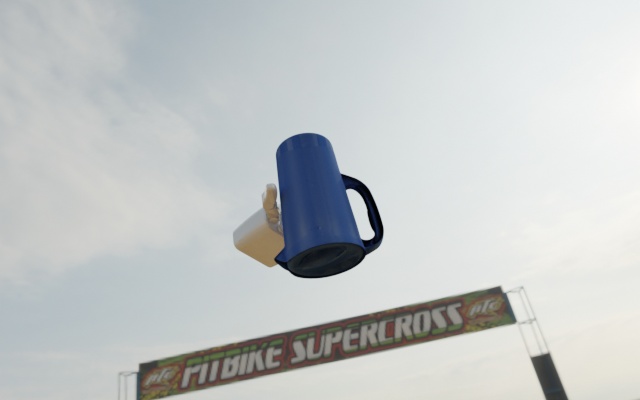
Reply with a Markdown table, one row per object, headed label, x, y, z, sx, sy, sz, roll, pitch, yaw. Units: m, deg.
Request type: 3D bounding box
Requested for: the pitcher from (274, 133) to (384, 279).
| label | x | y | z | sx | sy | sz | roll | pitch | yaw |
| --- | --- | --- | --- | --- | --- | --- | --- | --- | --- |
| pitcher | 0.000 | 0.003 | 0.835 | 0.149 | 0.242 | 0.145 | 18 | -41 | -40 |
